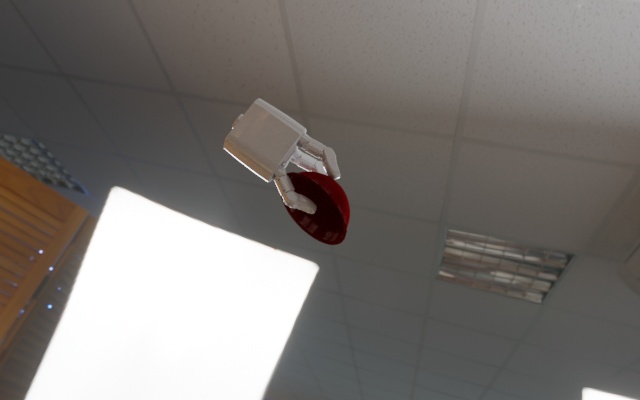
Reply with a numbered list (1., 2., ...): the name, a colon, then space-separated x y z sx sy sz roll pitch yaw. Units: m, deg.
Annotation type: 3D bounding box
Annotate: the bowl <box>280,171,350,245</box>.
1. bowl: 0.001 0.004 0.881 0.055 0.162 0.162 -41 24 -31
